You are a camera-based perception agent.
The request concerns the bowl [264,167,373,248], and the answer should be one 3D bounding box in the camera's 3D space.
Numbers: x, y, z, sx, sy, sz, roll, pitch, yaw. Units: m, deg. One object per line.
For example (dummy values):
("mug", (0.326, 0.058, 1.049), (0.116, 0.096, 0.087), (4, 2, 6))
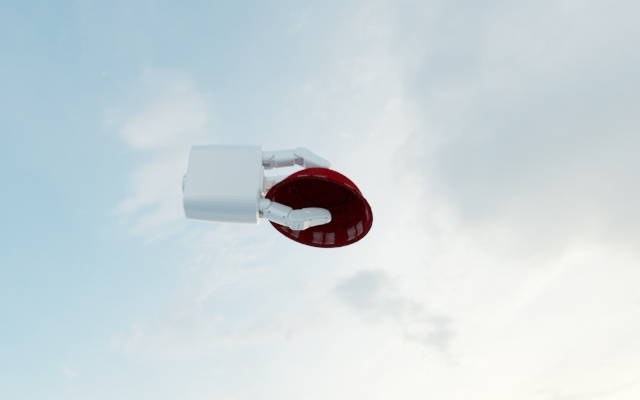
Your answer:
("bowl", (0.001, 0.002, 0.708), (0.162, 0.055, 0.162), (7, -41, 6))
